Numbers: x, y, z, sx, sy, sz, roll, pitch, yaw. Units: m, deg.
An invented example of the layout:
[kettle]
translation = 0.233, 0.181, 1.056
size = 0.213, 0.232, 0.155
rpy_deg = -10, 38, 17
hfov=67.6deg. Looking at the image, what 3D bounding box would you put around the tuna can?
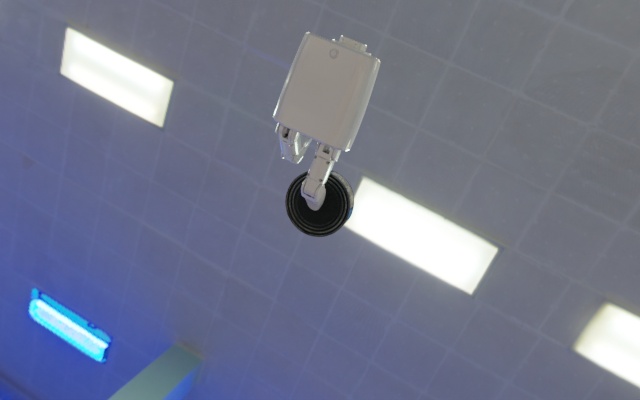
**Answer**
[tuna can]
translation = 0.000, 0.002, 0.619
size = 0.086, 0.086, 0.033
rpy_deg = 0, 9, 17
